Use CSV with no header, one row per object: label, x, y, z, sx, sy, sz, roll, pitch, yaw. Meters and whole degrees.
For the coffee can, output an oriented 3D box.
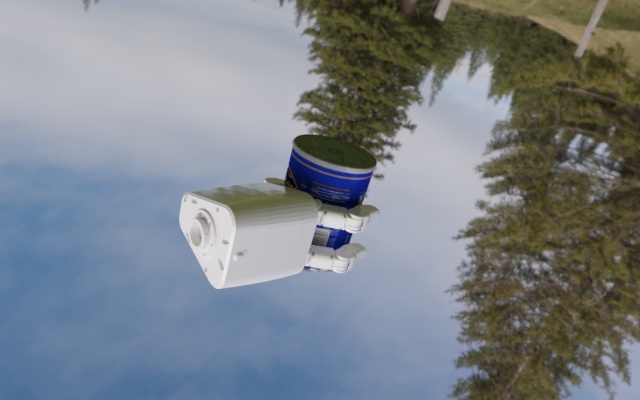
coffee can,0.000,0.002,0.592,0.103,0.140,0.102,14,23,-6
